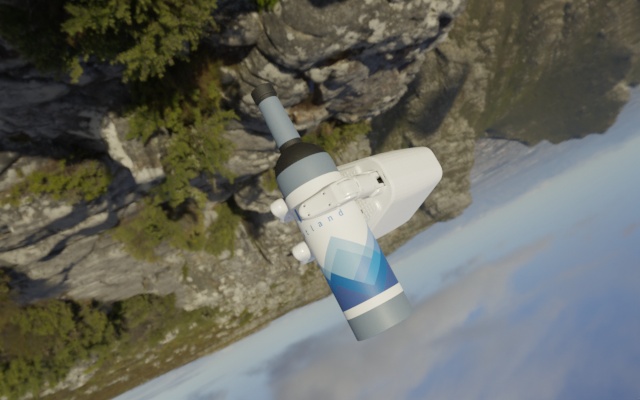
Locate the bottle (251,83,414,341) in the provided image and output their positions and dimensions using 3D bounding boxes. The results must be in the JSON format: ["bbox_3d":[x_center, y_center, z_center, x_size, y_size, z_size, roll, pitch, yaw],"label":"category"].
[{"bbox_3d":[0.000,0.002,0.518,0.069,0.295,0.069,-27,-10,-5],"label":"bottle"}]
